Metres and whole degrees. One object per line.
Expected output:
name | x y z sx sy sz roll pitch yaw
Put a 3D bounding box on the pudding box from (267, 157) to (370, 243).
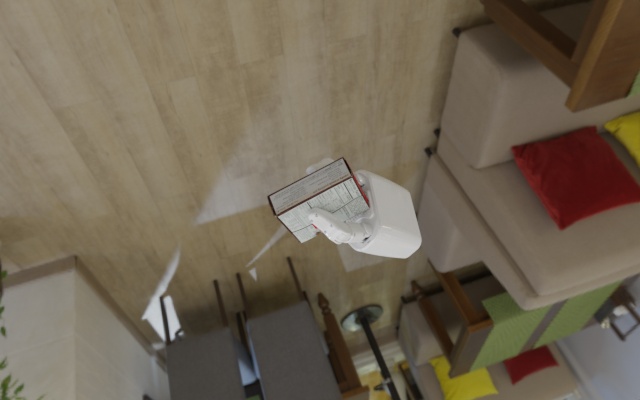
pudding box | 0.000 0.002 0.625 0.113 0.039 0.090 -29 -35 4
